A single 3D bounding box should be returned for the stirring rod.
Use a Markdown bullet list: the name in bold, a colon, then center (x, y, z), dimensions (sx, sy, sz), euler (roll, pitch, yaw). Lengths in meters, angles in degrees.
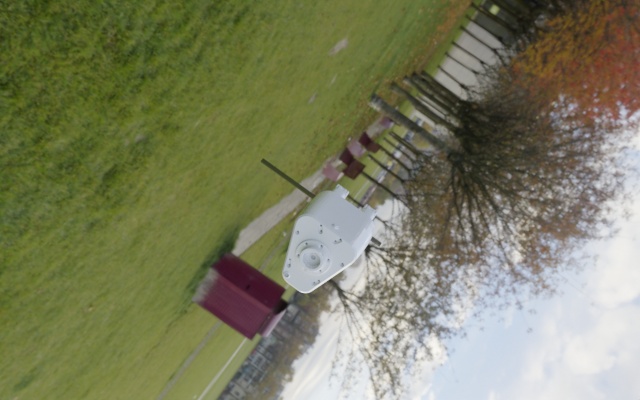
- **stirring rod**: center (0.000, 0.003, 0.786), dimensions (0.239, 0.011, 0.011), euler (36, 3, 4)
